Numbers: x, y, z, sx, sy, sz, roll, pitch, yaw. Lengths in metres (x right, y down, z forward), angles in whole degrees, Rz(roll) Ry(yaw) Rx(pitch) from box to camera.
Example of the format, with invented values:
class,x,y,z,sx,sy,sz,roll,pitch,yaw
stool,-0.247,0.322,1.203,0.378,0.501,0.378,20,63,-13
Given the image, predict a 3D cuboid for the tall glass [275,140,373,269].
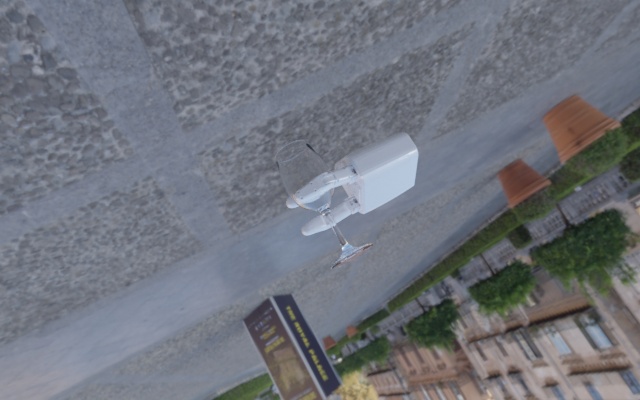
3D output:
class,x,y,z,sx,sy,sz,roll,pitch,yaw
tall glass,0.000,0.003,0.749,0.079,0.201,0.079,-28,-16,-9
